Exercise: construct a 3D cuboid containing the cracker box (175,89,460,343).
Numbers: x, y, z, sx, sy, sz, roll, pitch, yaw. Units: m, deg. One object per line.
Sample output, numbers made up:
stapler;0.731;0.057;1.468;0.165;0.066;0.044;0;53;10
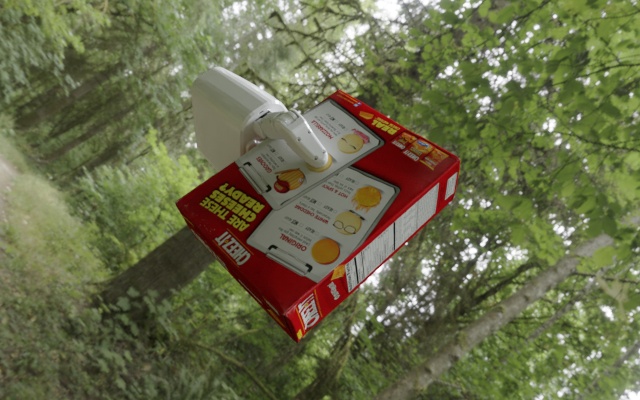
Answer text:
cracker box;0.000;0.001;0.460;0.213;0.072;0.164;-39;56;-20
